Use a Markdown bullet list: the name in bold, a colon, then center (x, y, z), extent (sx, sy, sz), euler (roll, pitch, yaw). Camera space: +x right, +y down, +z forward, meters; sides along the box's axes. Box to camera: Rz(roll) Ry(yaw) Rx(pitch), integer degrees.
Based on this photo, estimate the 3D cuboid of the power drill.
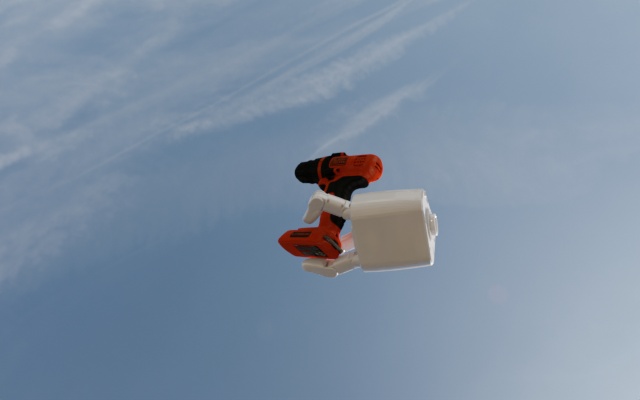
- **power drill**: center (0.000, 0.003, 0.799), extent (0.184, 0.187, 0.057), euler (-2, -35, 43)
